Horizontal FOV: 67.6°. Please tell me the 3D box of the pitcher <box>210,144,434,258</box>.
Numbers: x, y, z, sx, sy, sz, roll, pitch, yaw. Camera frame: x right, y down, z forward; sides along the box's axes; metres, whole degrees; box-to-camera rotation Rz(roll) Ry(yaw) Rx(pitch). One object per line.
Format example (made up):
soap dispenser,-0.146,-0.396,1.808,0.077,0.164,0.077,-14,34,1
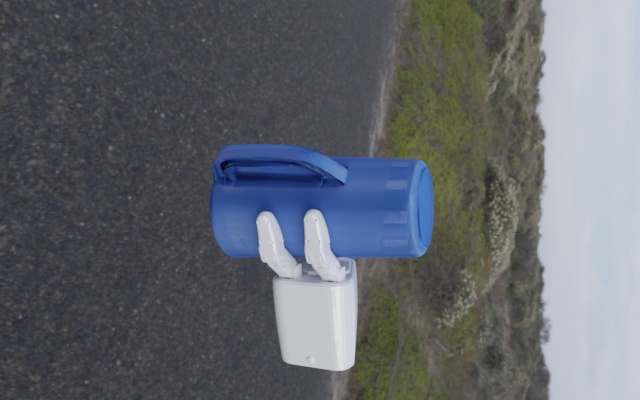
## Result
pitcher,0.000,0.002,0.556,0.243,0.145,0.149,0,9,22
